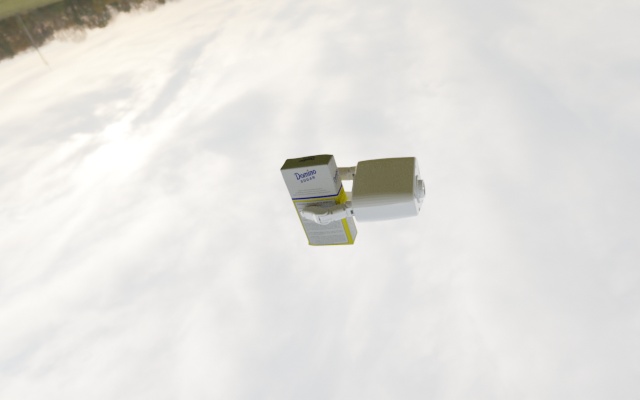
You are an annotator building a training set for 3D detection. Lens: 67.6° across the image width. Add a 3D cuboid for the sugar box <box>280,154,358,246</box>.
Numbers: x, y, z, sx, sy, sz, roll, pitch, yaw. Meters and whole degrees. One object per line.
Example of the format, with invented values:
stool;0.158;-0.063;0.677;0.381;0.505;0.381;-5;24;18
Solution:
sugar box;0.000;0.003;0.863;0.093;0.176;0.048;-4;32;22
